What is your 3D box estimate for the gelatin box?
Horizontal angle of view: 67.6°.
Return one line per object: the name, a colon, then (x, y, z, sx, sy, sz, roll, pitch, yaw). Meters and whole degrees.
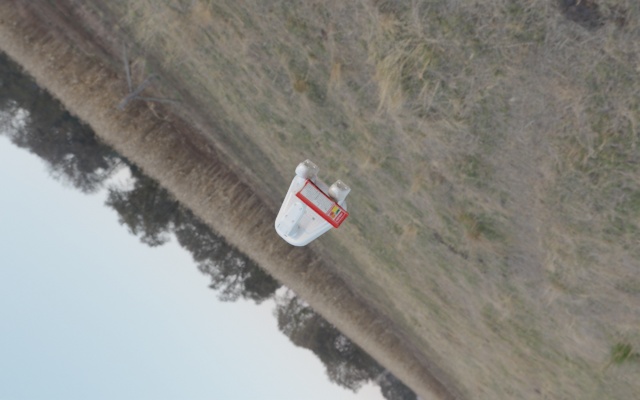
gelatin box: (0.000, 0.003, 0.673, 0.073, 0.030, 0.089, 40, 1, -5)
